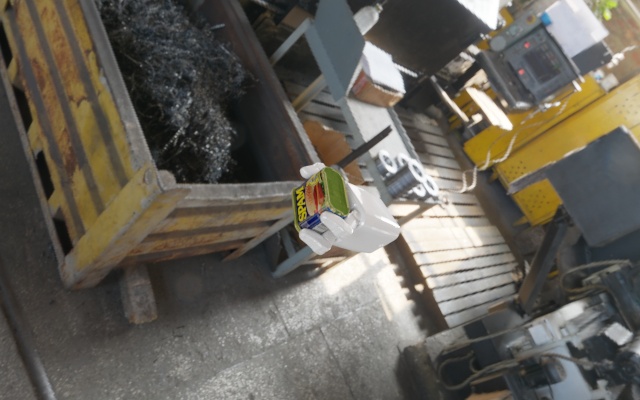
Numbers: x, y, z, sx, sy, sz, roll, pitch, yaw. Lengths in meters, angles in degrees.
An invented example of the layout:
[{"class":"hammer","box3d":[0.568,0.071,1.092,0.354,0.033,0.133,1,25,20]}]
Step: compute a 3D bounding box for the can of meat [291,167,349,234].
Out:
[{"class":"can of meat","box3d":[0.000,0.002,0.829,0.057,0.102,0.084,25,-47,-37]}]
